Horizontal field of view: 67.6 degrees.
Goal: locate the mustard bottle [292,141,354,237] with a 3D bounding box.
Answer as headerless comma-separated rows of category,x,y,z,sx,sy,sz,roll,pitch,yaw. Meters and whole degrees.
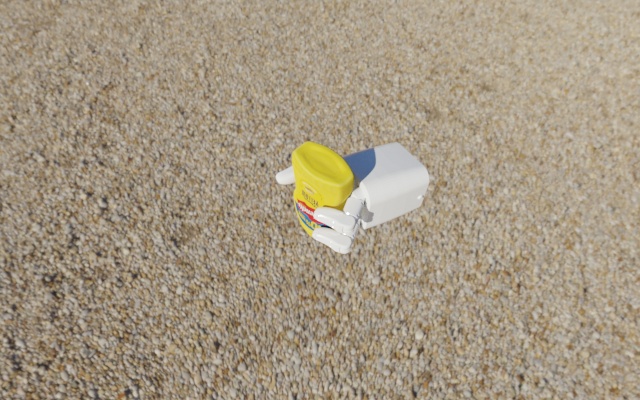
mustard bottle,0.000,0.002,0.733,0.096,0.058,0.192,37,-29,21
